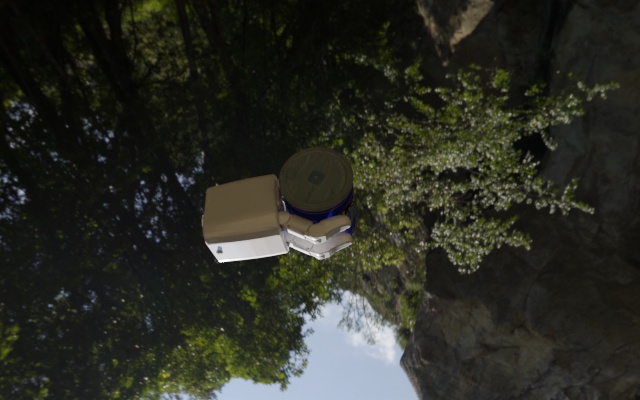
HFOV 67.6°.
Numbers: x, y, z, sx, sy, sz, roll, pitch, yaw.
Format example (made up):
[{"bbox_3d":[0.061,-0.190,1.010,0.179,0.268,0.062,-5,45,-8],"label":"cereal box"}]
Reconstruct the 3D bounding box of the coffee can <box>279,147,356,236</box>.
[{"bbox_3d":[0.000,0.002,0.710,0.103,0.102,0.140,0,-30,6],"label":"coffee can"}]
